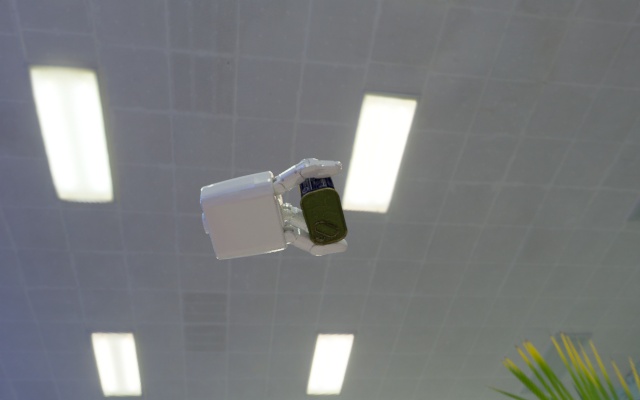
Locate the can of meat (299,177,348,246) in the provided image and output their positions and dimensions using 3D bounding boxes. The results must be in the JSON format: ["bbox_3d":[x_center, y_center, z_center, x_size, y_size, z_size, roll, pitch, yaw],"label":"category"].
[{"bbox_3d":[0.000,0.002,0.726,0.057,0.102,0.084,-15,37,1],"label":"can of meat"}]
